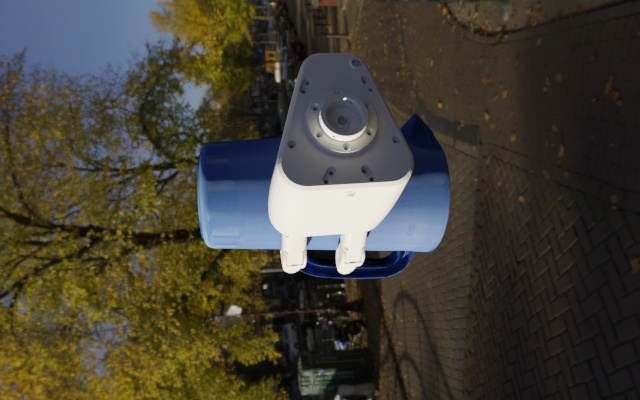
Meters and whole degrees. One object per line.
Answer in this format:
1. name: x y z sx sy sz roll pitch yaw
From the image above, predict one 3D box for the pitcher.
1. pitcher: 0.000 0.002 0.504 0.243 0.149 0.145 -2 -18 -8
